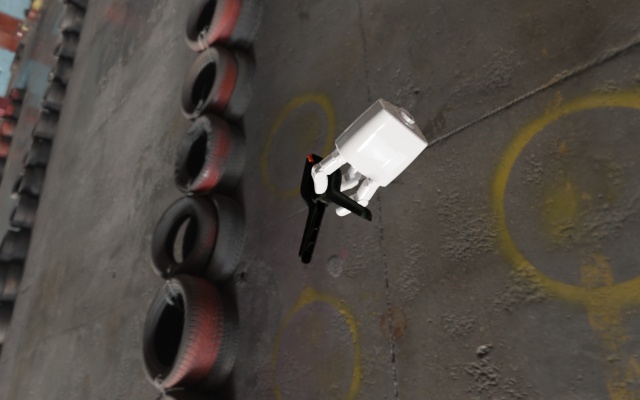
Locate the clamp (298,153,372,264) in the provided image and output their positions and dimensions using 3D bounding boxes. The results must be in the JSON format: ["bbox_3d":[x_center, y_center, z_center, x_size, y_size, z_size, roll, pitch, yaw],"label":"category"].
[{"bbox_3d":[0.000,0.002,0.873,0.164,0.209,0.036,-42,-44,23],"label":"clamp"}]
